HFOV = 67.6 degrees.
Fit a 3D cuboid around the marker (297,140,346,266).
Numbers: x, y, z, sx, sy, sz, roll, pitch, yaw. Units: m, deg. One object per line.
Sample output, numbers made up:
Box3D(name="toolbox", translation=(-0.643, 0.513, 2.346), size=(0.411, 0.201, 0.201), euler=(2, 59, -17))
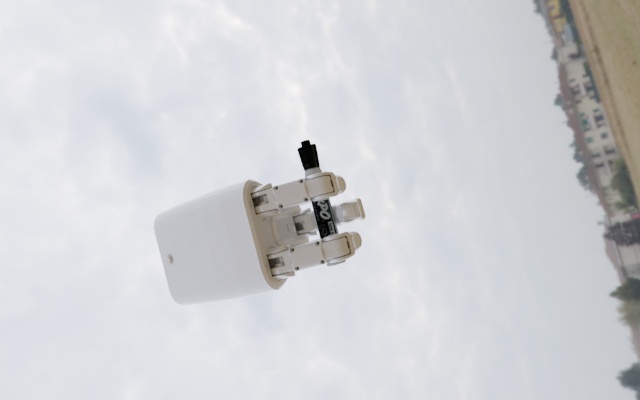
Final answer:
Box3D(name="marker", translation=(0.000, 0.001, 0.452), size=(0.020, 0.121, 0.020), euler=(-14, -3, -1))
